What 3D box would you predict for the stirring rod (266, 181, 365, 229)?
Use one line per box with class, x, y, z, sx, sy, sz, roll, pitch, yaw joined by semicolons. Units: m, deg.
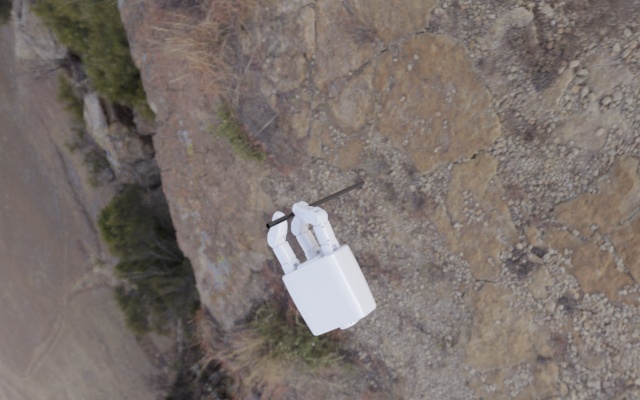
stirring rod;0.000;0.003;0.787;0.011;0.011;0.239;0;17;43
